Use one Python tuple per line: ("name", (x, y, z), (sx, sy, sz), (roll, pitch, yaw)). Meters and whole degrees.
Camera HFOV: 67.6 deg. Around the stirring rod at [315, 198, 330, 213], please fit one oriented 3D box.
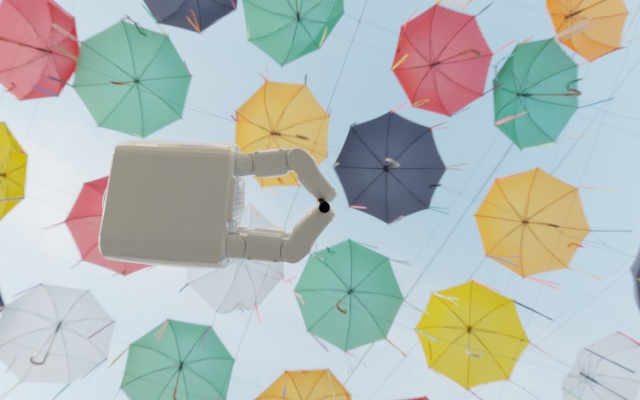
("stirring rod", (0.000, 0.001, 0.448), (0.011, 0.011, 0.239), (0, 2, -1))
